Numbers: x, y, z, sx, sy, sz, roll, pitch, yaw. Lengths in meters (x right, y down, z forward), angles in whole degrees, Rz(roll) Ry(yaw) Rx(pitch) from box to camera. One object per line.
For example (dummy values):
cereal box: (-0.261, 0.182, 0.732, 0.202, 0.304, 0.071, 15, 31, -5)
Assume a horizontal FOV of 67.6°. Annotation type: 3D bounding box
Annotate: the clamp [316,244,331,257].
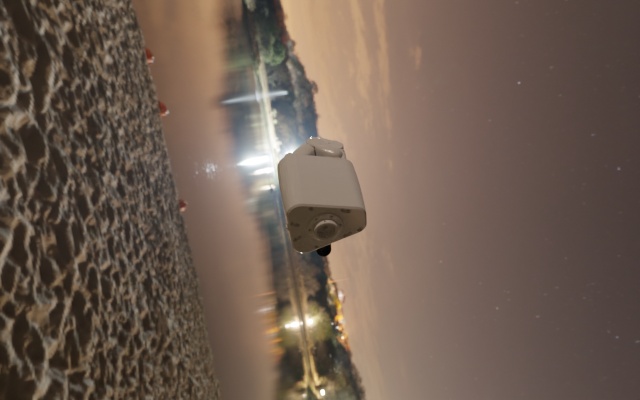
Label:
clamp: (0.001, 0.002, 0.769, 0.039, 0.172, 0.120, -9, 42, -3)
